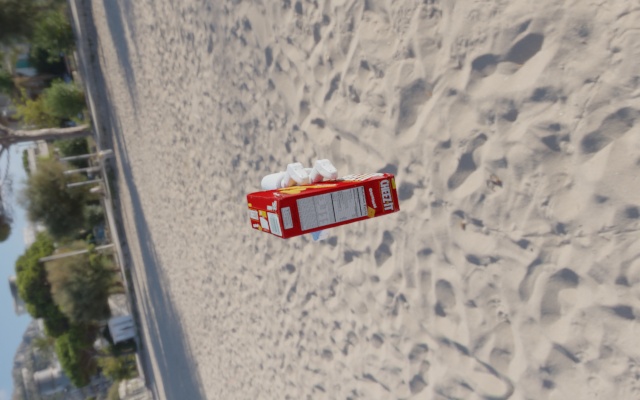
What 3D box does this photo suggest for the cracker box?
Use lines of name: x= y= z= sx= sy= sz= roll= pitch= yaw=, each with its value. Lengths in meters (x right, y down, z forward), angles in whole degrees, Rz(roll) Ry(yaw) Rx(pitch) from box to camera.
cracker box: x=0.000 y=0.003 z=0.821 sx=0.213 sy=0.072 sz=0.164 roll=-13 pitch=8 yaw=-24
